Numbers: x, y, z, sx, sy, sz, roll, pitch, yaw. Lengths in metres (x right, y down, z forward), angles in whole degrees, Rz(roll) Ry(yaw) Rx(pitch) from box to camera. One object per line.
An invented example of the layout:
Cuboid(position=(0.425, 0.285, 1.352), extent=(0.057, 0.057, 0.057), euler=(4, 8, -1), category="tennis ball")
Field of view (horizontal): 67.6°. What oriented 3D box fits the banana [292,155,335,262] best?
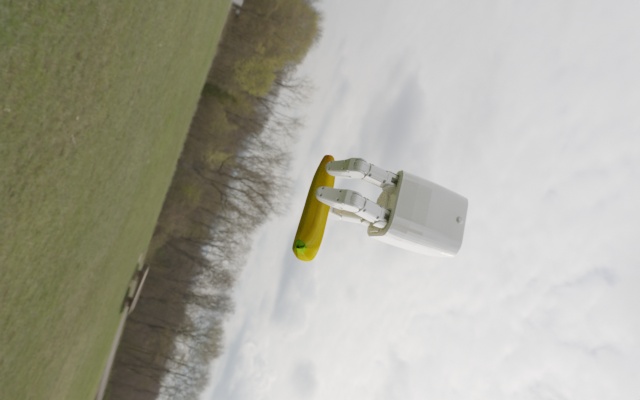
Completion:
Cuboid(position=(-0.006, 0.017, 0.649), extent=(0.037, 0.070, 0.197), euler=(19, 41, -4), category="banana")
